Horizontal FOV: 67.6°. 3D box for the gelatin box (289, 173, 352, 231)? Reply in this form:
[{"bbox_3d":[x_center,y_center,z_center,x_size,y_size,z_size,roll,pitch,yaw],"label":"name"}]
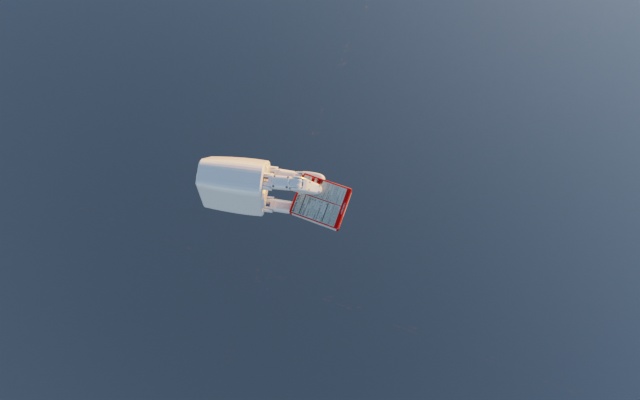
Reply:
[{"bbox_3d":[0.000,0.003,0.807,0.089,0.073,0.030,19,-10,5],"label":"gelatin box"}]
